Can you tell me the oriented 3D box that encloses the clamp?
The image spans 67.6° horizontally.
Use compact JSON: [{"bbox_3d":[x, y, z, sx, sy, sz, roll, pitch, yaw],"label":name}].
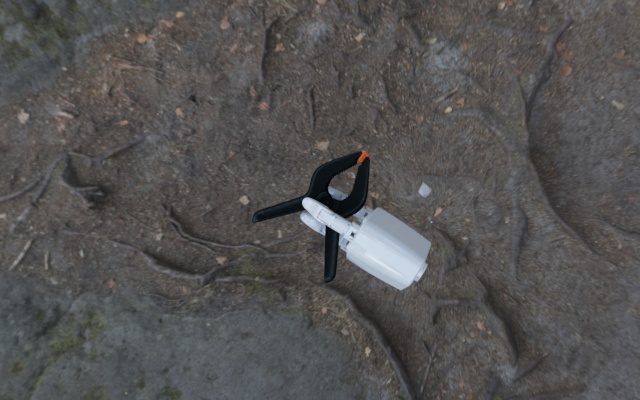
[{"bbox_3d":[0.000,0.002,0.759,0.164,0.210,0.036,32,5,6],"label":"clamp"}]
